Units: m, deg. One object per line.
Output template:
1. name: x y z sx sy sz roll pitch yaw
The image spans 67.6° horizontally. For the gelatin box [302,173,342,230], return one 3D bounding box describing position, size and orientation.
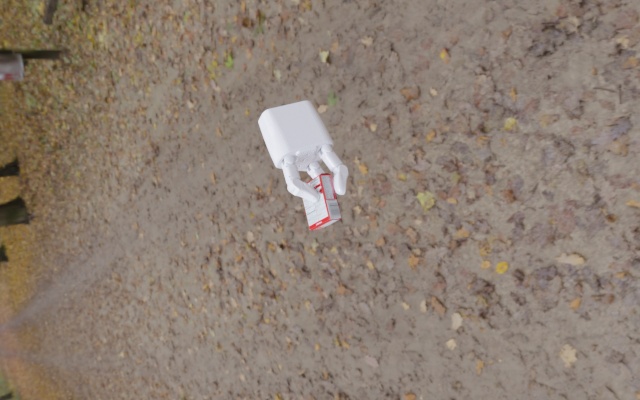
1. gelatin box: 0.000 0.003 0.883 0.030 0.089 0.073 -4 -16 -34
